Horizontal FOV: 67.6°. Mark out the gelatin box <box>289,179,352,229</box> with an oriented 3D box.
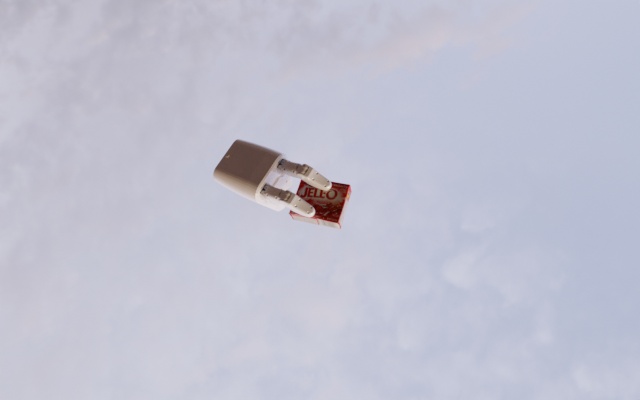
[{"bbox_3d":[0.001,0.003,0.802,0.089,0.073,0.030,11,-24,17],"label":"gelatin box"}]
